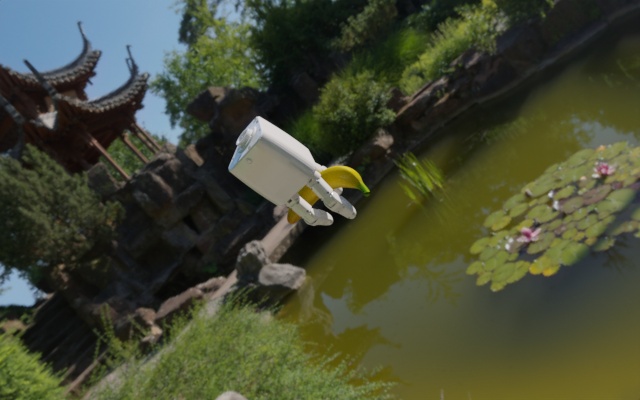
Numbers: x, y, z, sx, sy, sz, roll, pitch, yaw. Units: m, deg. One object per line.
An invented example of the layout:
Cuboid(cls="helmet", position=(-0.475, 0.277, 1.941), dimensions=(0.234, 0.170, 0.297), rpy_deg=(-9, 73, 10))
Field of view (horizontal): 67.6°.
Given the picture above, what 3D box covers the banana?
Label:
Cuboid(cls="banana", position=(0.002, -0.016, 0.830), dimensions=(0.037, 0.069, 0.198), rpy_deg=(17, -27, -39))
